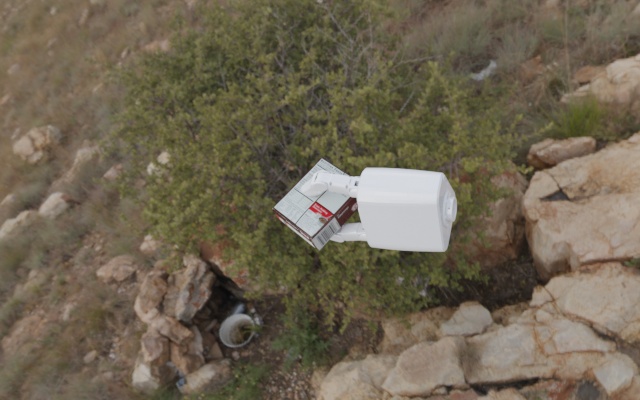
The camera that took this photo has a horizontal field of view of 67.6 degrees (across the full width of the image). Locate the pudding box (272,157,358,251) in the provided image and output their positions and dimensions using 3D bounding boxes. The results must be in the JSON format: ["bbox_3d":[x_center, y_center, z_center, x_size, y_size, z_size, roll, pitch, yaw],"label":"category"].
[{"bbox_3d":[0.000,0.002,0.693,0.090,0.113,0.039,35,-16,35],"label":"pudding box"}]
